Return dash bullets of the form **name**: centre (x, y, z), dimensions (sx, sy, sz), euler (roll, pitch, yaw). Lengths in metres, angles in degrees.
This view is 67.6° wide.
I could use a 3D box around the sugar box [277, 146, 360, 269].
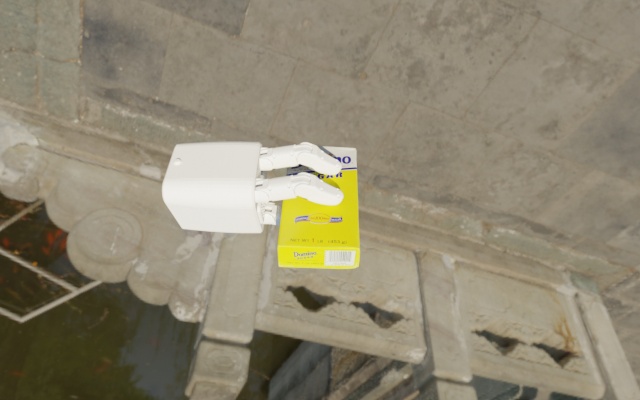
- **sugar box**: centre (0.000, 0.002, 0.592), dimensions (0.093, 0.176, 0.048), euler (2, -42, -1)
